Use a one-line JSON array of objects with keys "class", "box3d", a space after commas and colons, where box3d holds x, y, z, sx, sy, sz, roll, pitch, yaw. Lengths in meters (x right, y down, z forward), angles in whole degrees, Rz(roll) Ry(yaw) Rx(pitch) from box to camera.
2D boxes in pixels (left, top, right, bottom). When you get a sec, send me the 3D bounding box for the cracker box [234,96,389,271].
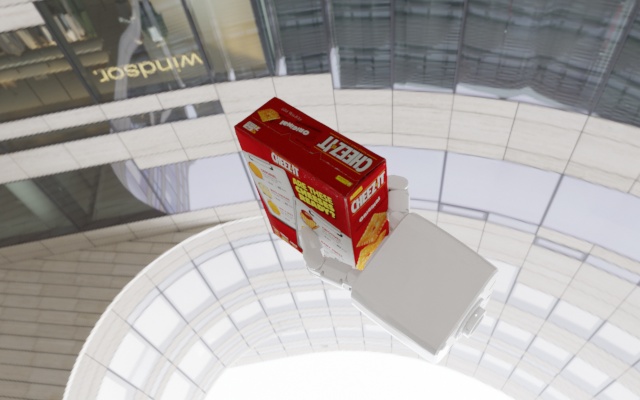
[{"class": "cracker box", "box3d": [0.000, 0.002, 0.568, 0.164, 0.072, 0.214, 33, -26, 29]}]
